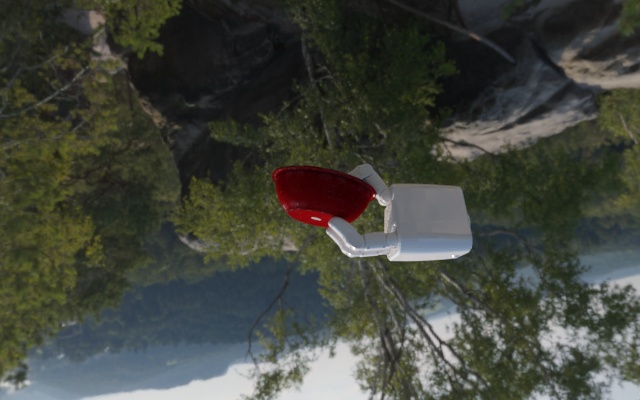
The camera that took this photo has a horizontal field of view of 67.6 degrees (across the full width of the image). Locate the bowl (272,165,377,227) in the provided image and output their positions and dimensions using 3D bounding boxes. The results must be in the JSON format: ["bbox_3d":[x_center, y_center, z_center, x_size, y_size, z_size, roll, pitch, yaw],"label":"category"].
[{"bbox_3d":[-0.001,0.003,0.717,0.162,0.055,0.162,11,-16,3],"label":"bowl"}]
